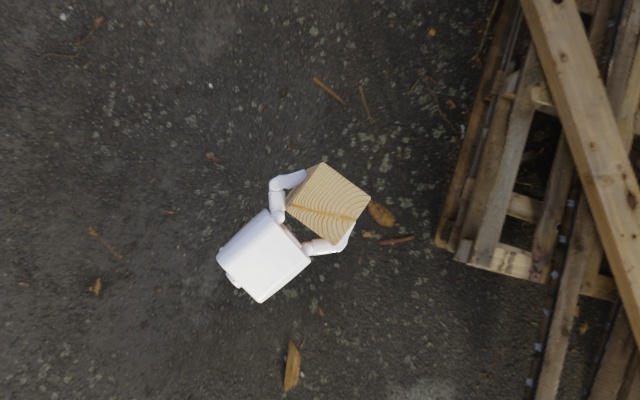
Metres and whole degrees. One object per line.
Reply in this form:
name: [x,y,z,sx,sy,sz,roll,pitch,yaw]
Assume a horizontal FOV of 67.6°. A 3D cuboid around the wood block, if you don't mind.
wood block: [0.000,0.003,0.776,0.091,0.090,0.206,37,-3,-7]
